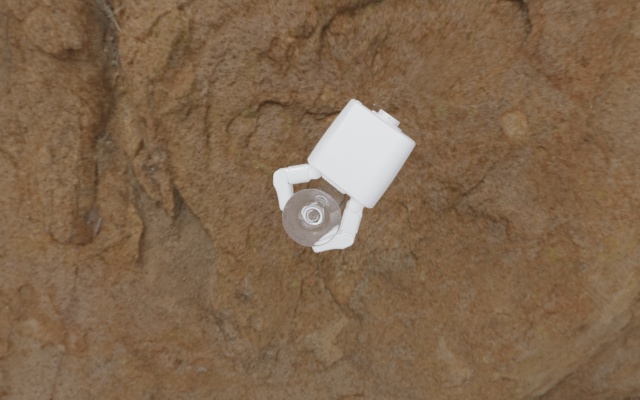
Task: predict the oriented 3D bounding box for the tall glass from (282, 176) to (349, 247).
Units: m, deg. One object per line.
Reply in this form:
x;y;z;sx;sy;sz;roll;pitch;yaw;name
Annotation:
0.000;0.002;0.691;0.079;0.079;0.201;0;11;6;tall glass
